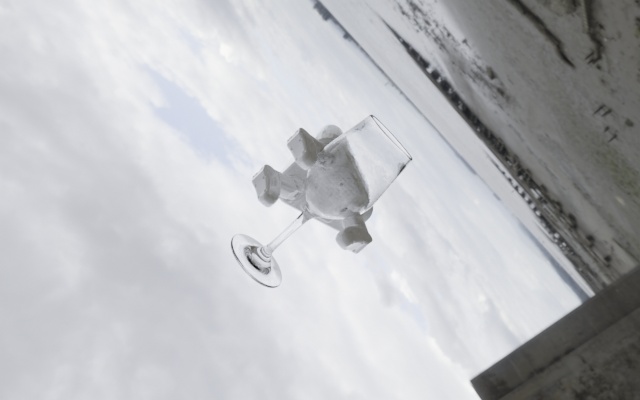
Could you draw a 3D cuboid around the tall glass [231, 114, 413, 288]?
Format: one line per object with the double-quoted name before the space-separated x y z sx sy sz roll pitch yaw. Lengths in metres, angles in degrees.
"tall glass" 0.000 0.002 0.500 0.201 0.079 0.079 -42 -14 16
